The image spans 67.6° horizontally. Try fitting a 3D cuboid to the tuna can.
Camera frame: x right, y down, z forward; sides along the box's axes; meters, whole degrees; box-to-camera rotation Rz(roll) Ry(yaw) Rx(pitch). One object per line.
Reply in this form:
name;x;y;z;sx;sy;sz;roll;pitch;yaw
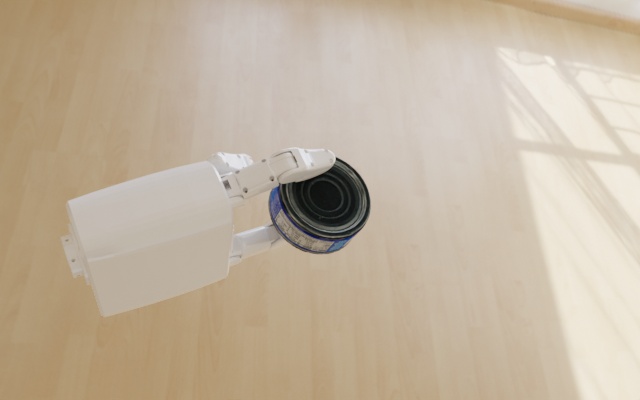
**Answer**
tuna can;0.000;0.001;0.417;0.086;0.086;0.034;0;-28;-23
